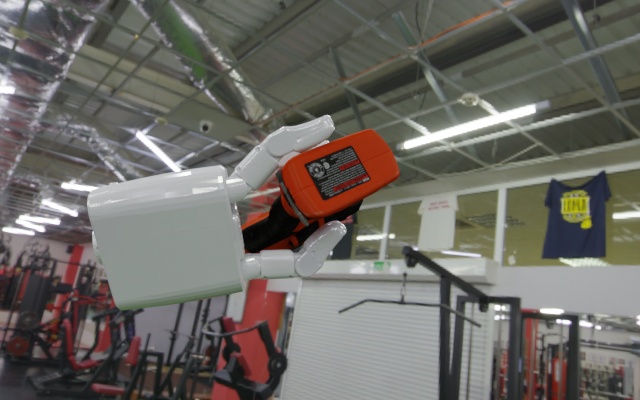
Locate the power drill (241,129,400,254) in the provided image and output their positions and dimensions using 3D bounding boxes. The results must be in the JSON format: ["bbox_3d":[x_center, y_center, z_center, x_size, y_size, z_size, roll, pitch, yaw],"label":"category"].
[{"bbox_3d":[0.000,0.001,0.481,0.184,0.057,0.188,-27,-10,-29],"label":"power drill"}]
